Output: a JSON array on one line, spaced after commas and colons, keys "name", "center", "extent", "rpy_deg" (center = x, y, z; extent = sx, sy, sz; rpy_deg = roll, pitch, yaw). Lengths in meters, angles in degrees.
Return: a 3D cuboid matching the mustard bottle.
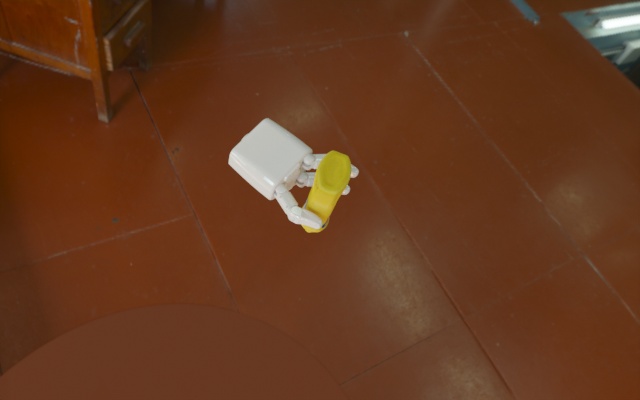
[{"name": "mustard bottle", "center": [0.001, 0.003, 0.870], "extent": [0.058, 0.096, 0.192], "rpy_deg": [20, -37, -4]}]
